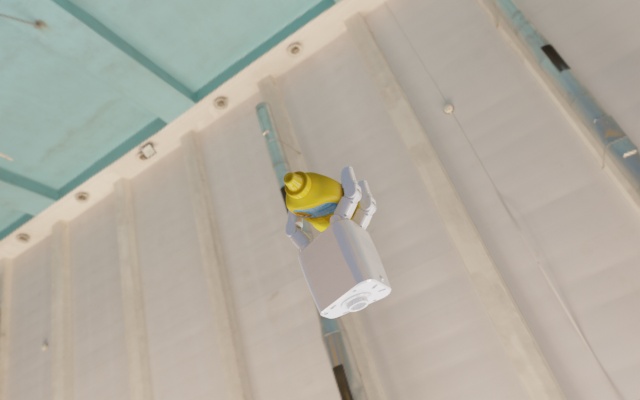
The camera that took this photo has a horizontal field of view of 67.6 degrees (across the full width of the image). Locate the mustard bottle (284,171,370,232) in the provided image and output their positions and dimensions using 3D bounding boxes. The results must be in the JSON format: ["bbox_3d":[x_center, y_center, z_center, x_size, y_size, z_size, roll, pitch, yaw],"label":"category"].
[{"bbox_3d":[0.000,0.002,0.767,0.096,0.058,0.192,-11,-26,27],"label":"mustard bottle"}]
